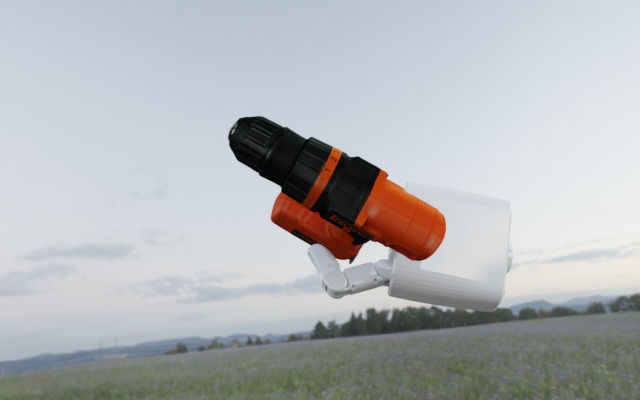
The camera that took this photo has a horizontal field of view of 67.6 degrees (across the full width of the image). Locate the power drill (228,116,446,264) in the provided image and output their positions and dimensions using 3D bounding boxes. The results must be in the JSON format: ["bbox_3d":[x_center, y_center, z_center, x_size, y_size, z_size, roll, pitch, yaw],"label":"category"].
[{"bbox_3d":[0.000,0.002,0.437,0.184,0.057,0.188,30,-12,-4],"label":"power drill"}]
